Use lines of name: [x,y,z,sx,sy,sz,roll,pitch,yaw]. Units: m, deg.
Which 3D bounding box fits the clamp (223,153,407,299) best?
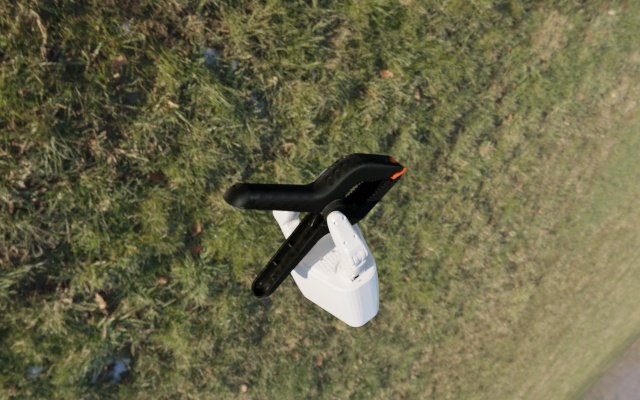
clamp: [0.001,0.002,0.491,0.210,0.165,0.036,-33,54,-15]
